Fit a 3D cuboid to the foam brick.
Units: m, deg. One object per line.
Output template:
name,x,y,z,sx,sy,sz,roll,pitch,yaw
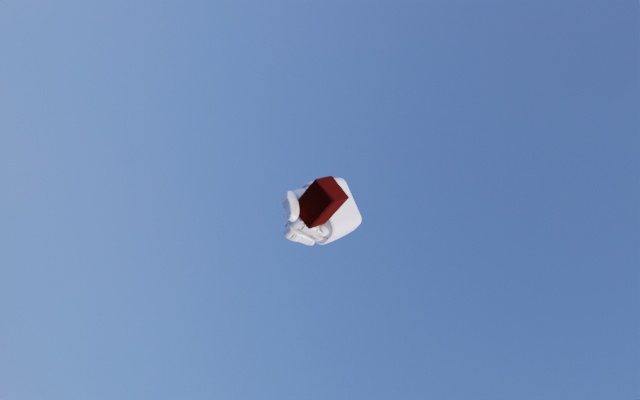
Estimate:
foam brick,0.000,0.003,0.831,0.051,0.053,0.078,-16,-27,-52
